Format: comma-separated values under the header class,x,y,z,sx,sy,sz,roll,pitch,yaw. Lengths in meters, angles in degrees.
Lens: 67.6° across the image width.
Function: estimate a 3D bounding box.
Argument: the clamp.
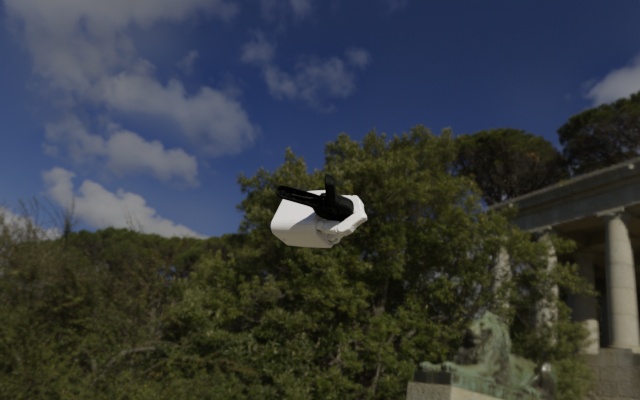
class,x,y,z,sx,sy,sz,roll,pitch,yaw
clamp,0.000,0.002,0.895,0.120,0.039,0.171,-2,-28,28
